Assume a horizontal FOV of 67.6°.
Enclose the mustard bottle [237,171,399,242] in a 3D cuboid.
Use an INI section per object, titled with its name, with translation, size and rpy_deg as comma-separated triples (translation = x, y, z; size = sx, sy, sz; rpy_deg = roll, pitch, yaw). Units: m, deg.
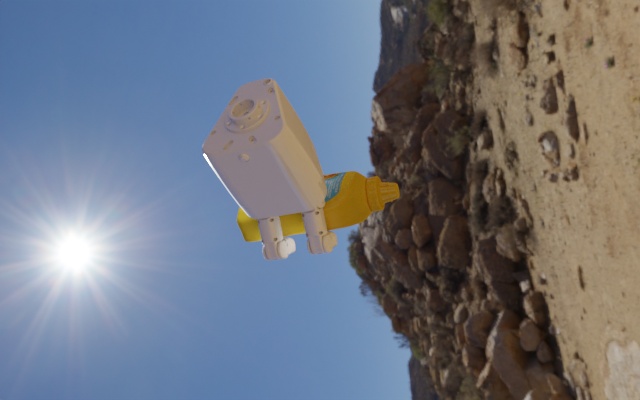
[mustard bottle]
translation = 0.000, 0.002, 0.584
size = 0.191, 0.058, 0.096
rpy_deg = -9, 25, 19
